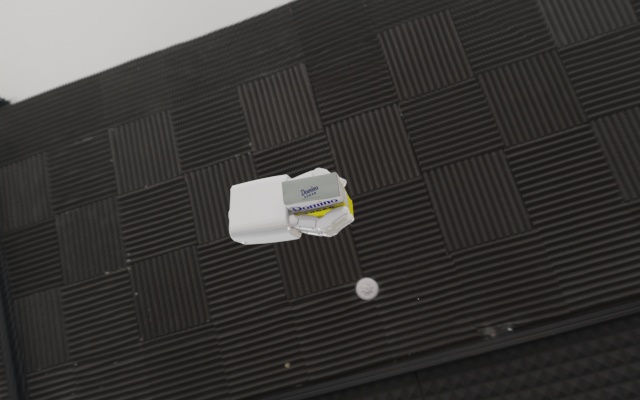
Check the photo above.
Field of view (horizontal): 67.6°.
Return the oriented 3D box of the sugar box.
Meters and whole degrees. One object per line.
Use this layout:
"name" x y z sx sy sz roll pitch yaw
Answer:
"sugar box" 0.000 0.003 0.826 0.093 0.048 0.176 -10 -13 9
